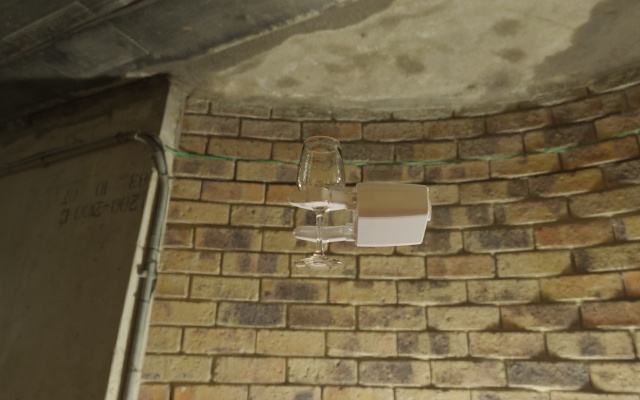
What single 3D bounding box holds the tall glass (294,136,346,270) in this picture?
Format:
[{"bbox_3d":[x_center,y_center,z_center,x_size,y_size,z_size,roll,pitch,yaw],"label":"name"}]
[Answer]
[{"bbox_3d":[0.000,0.003,0.745,0.079,0.201,0.079,1,-20,0],"label":"tall glass"}]
